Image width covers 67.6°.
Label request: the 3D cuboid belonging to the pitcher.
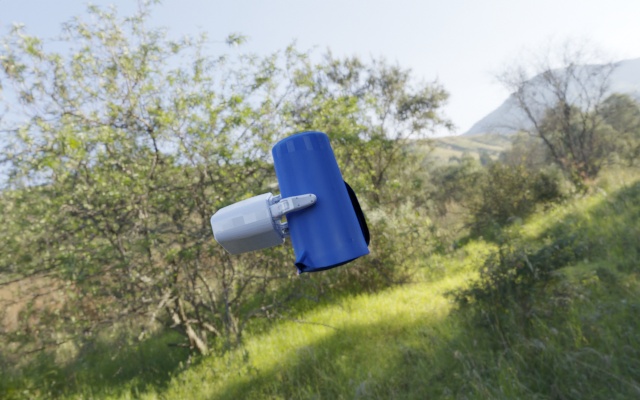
[{"bbox_3d":[0.000,0.003,0.872,0.145,0.243,0.149,-16,-7,2],"label":"pitcher"}]
